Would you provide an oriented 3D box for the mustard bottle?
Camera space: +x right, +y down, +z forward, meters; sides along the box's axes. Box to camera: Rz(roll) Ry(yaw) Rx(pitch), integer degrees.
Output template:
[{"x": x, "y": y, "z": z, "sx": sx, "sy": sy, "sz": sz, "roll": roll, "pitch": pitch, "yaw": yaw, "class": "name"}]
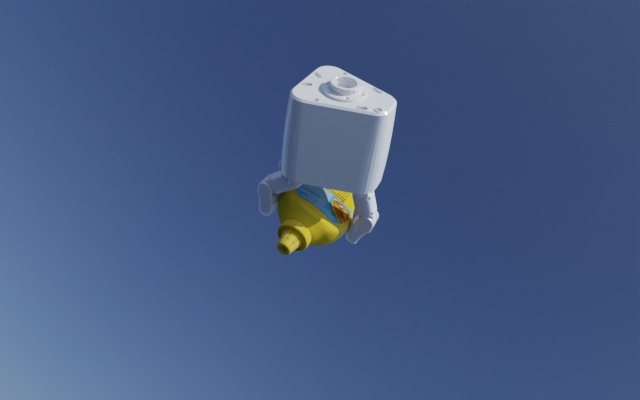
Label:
[{"x": 0.000, "y": 0.002, "z": 0.616, "sx": 0.058, "sy": 0.096, "sz": 0.191, "roll": -49, "pitch": 2, "yaw": 46, "class": "mustard bottle"}]
